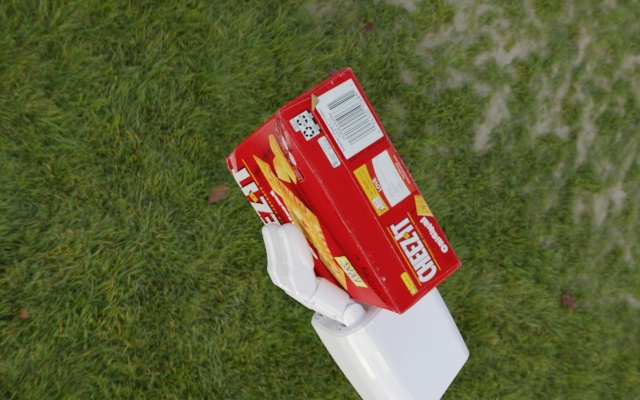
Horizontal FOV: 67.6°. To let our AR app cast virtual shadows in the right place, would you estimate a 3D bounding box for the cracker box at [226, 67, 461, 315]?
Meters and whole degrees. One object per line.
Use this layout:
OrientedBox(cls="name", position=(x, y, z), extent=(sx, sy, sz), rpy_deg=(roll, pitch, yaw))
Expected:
OrientedBox(cls="cracker box", position=(0.000, 0.001, 0.419), extent=(0.072, 0.164, 0.214), rpy_deg=(-34, 8, -19))
